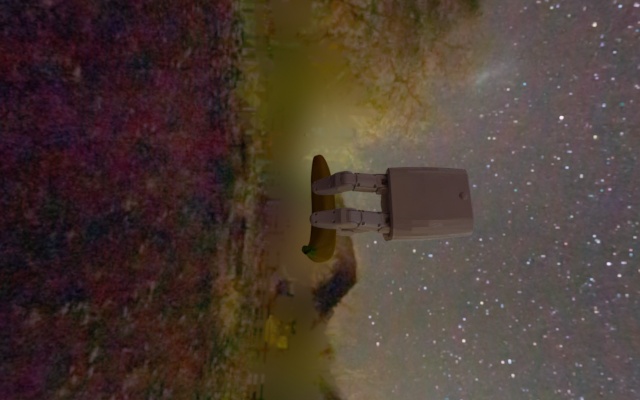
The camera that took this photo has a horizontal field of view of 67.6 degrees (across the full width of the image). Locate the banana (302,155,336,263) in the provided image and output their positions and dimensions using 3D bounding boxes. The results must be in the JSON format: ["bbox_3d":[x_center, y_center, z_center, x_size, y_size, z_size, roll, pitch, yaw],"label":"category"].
[{"bbox_3d":[0.002,0.018,0.665,0.037,0.070,0.197,-4,42,6],"label":"banana"}]
